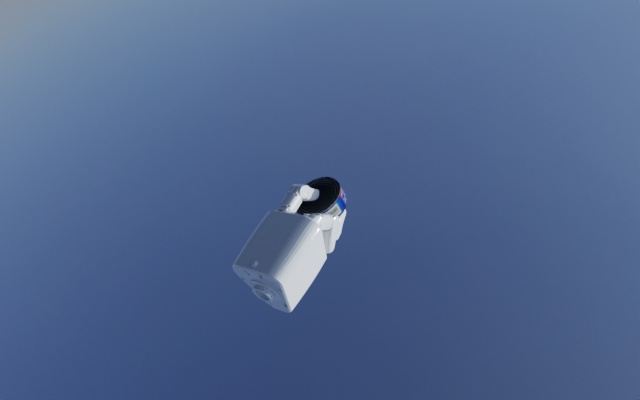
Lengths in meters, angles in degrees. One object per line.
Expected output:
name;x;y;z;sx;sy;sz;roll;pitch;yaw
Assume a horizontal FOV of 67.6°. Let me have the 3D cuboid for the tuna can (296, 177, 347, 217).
tuna can;0.000;0.003;0.797;0.086;0.086;0.034;0;-41;33
